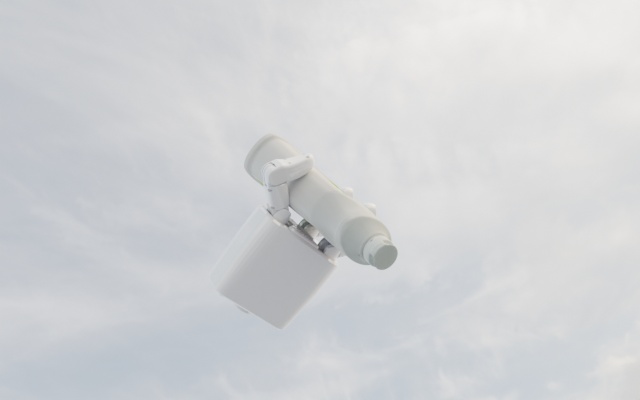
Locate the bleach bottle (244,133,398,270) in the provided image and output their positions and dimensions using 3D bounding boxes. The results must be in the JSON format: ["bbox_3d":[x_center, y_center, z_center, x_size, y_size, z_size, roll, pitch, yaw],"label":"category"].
[{"bbox_3d":[0.000,0.002,0.555,0.103,0.068,0.250,37,2,-37],"label":"bleach bottle"}]
